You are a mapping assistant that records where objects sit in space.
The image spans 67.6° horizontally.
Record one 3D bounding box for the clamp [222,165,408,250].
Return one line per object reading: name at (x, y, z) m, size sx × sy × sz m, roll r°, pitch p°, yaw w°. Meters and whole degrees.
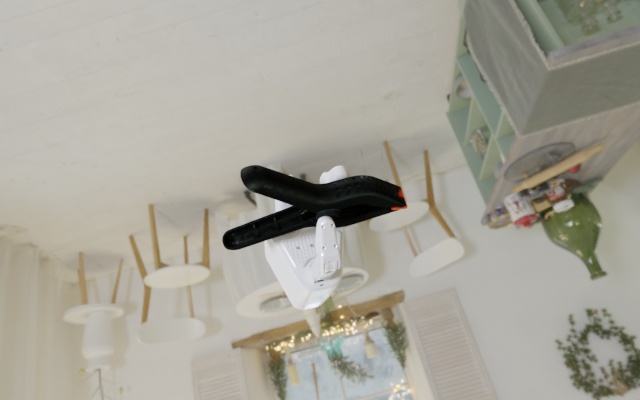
clamp at (0.001, 0.002, 0.511) m, size 0.210 × 0.036 × 0.165 m, roll -8°, pitch -23°, yaw -14°
